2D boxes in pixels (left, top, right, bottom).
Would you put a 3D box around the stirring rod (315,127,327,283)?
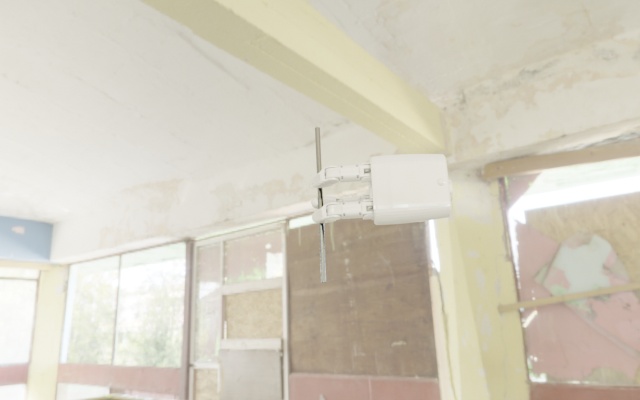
[{"bbox_3d":[0.000,0.002,0.721,0.011,0.239,0.011,-2,-14,-1],"label":"stirring rod"}]
